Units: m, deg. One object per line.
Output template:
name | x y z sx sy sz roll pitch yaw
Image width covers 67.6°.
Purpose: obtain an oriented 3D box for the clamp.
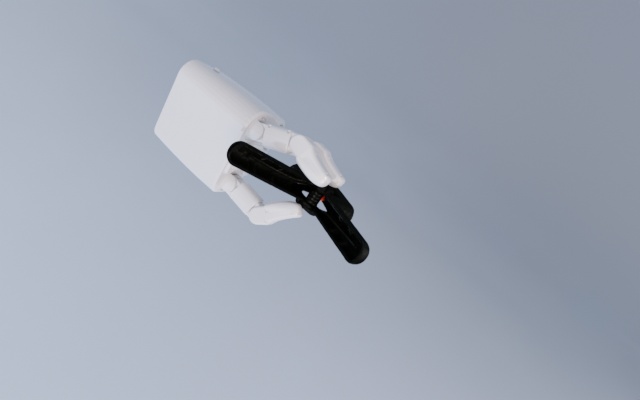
clamp | 0.000 0.002 0.526 0.164 0.036 0.210 42 10 12
